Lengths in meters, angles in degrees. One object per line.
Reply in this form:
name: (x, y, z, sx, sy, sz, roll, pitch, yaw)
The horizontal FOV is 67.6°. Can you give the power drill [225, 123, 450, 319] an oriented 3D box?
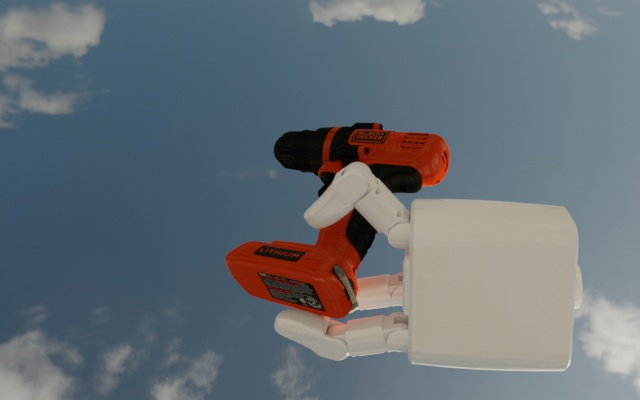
power drill: (0.000, 0.002, 0.420, 0.184, 0.187, 0.057, 6, -41, 34)
